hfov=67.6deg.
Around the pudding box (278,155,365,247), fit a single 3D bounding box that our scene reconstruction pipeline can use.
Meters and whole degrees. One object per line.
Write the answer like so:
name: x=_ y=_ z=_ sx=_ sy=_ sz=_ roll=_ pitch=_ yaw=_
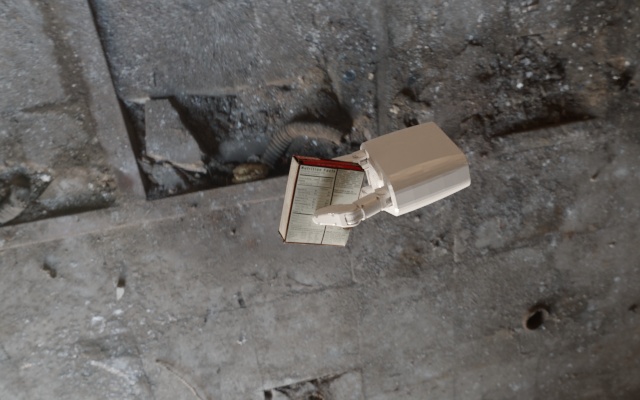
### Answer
pudding box: x=0.000 y=0.002 z=0.616 sx=0.090 sy=0.113 sz=0.039 roll=6 pitch=20 yaw=-18
